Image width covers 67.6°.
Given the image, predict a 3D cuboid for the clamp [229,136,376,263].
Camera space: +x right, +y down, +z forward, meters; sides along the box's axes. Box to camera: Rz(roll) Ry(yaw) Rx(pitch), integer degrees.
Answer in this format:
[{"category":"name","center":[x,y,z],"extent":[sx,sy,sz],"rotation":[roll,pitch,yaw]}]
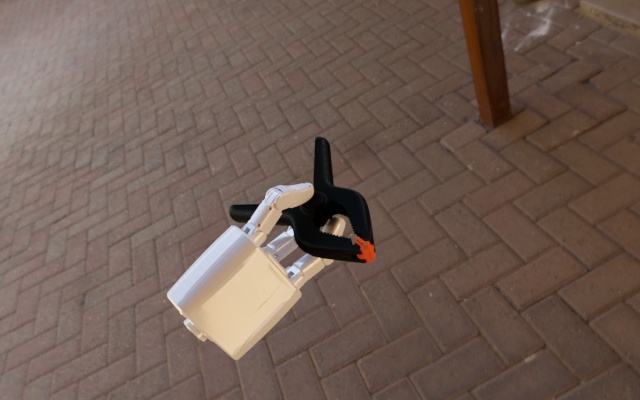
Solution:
[{"category":"clamp","center":[0.000,0.002,0.580],"extent":[0.210,0.164,0.036],"rotation":[30,-20,42]}]
